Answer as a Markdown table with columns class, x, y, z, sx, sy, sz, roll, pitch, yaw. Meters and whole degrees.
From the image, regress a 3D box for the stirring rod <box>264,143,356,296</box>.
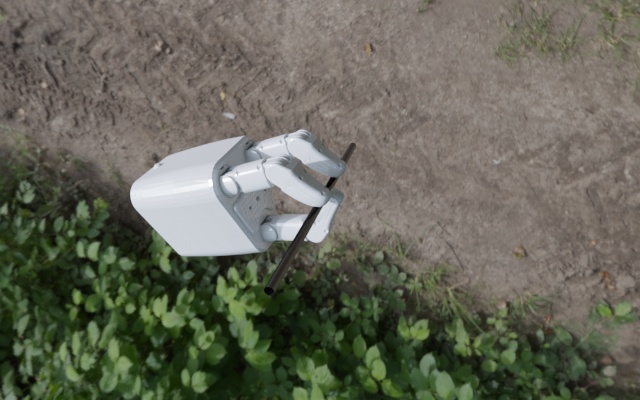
| class | x | y | z | sx | sy | sz | roll | pitch | yaw |
| --- | --- | --- | --- | --- | --- | --- | --- | --- | --- |
| stirring rod | 0.000 | 0.001 | 0.426 | 0.011 | 0.011 | 0.239 | 0 | 31 | 20 |
